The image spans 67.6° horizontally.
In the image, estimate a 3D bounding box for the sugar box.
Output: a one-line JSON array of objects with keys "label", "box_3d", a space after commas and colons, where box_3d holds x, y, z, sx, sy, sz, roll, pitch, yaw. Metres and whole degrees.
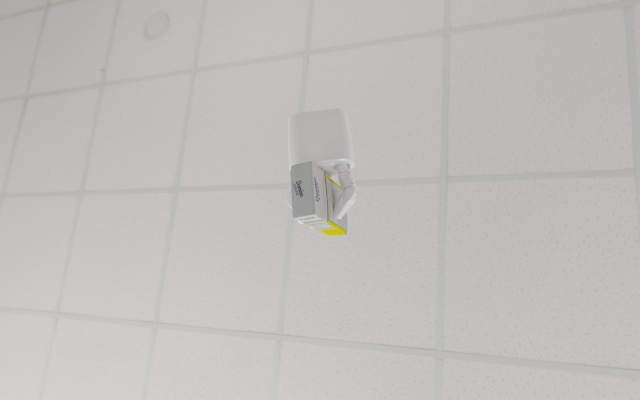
[{"label": "sugar box", "box_3d": [0.000, 0.003, 0.848, 0.048, 0.093, 0.176, -10, -18, 21]}]
